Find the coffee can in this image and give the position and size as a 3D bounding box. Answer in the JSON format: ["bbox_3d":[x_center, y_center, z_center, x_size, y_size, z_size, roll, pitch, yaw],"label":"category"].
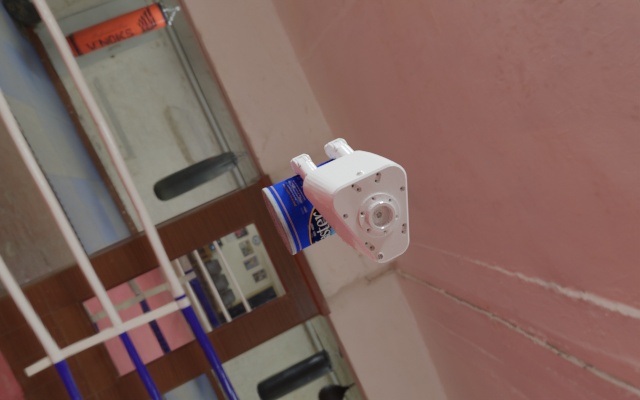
[{"bbox_3d":[0.000,0.002,0.688,0.140,0.103,0.103,-25,5,-11],"label":"coffee can"}]
